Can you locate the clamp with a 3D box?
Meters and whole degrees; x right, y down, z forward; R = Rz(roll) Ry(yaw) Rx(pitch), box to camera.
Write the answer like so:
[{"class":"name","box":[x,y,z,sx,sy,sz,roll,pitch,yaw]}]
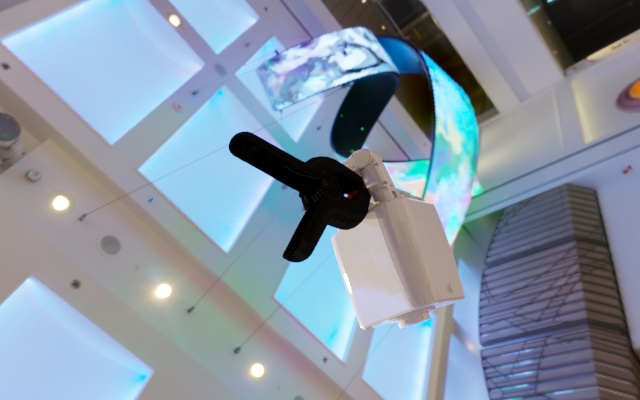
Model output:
[{"class":"clamp","box":[0.000,0.002,0.437,0.039,0.120,0.171,-33,-25,34]}]
